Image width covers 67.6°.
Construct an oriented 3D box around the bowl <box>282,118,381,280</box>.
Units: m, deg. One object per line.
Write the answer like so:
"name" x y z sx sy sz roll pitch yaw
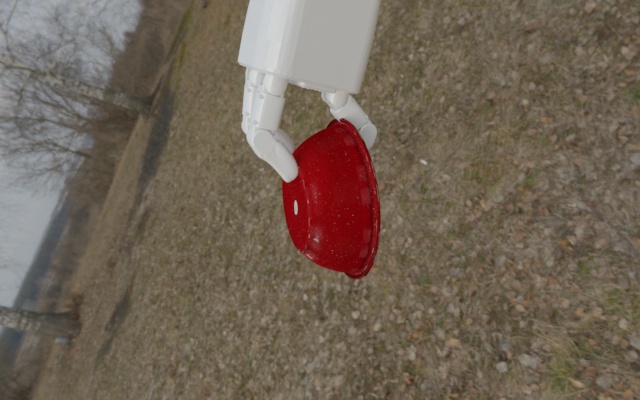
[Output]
"bowl" 0.000 0.003 0.472 0.055 0.162 0.162 -7 2 -18
